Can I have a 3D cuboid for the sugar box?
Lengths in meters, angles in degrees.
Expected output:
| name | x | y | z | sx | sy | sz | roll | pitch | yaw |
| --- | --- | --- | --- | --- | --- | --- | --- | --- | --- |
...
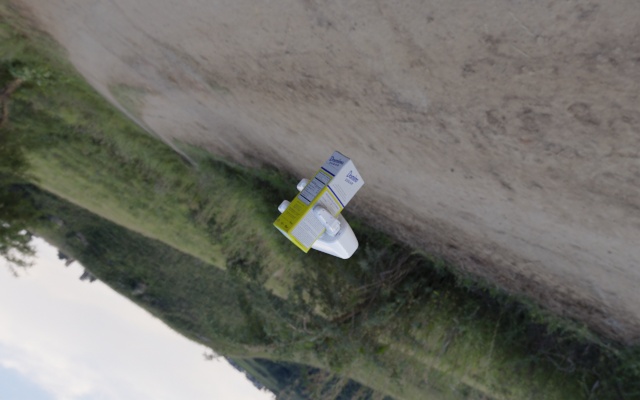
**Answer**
| name | x | y | z | sx | sy | sz | roll | pitch | yaw |
| --- | --- | --- | --- | --- | --- | --- | --- | --- | --- |
| sugar box | 0.000 | 0.003 | 0.879 | 0.048 | 0.176 | 0.093 | 33 | -11 | 33 |
